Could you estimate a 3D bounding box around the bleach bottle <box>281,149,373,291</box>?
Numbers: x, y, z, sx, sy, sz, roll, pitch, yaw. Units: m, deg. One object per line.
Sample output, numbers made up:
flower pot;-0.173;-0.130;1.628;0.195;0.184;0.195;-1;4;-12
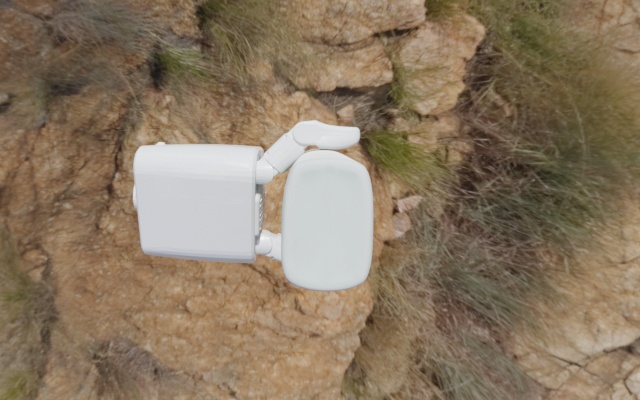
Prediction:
bleach bottle;0.000;0.001;0.465;0.068;0.102;0.251;2;7;-3
